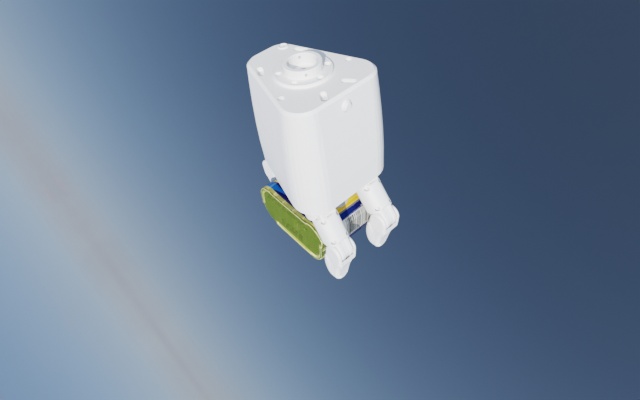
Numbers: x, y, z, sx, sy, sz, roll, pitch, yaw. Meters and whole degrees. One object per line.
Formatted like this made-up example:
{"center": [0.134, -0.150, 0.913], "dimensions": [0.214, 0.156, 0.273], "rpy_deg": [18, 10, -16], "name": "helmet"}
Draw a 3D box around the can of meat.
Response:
{"center": [0.000, 0.002, 0.501], "dimensions": [0.084, 0.057, 0.102], "rpy_deg": [-36, 55, -24], "name": "can of meat"}
